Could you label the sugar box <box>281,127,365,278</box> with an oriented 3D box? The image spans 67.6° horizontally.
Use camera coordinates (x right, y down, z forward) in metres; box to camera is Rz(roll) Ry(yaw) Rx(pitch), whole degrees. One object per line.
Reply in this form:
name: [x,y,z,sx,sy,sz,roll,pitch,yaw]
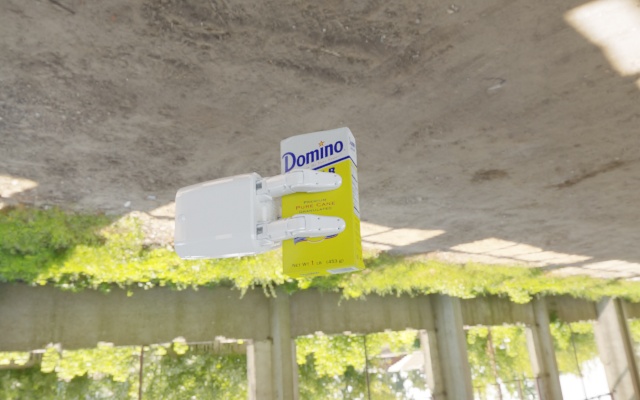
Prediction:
sugar box: [0.000,0.002,0.587,0.093,0.176,0.048,-9,-18,16]
